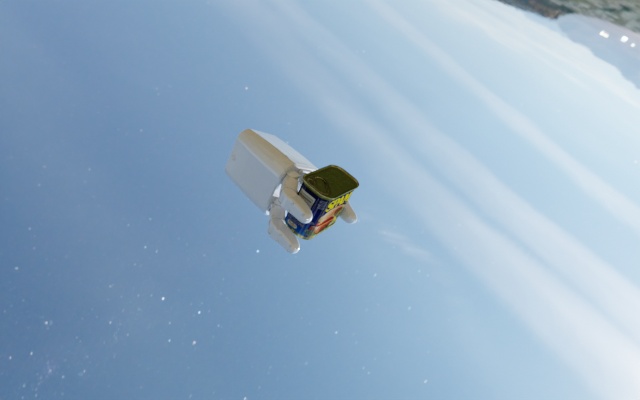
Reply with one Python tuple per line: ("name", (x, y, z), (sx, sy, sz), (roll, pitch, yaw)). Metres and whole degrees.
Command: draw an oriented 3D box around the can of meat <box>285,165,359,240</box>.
("can of meat", (0.000, 0.003, 0.711), (0.057, 0.084, 0.102), (39, 32, 17))
